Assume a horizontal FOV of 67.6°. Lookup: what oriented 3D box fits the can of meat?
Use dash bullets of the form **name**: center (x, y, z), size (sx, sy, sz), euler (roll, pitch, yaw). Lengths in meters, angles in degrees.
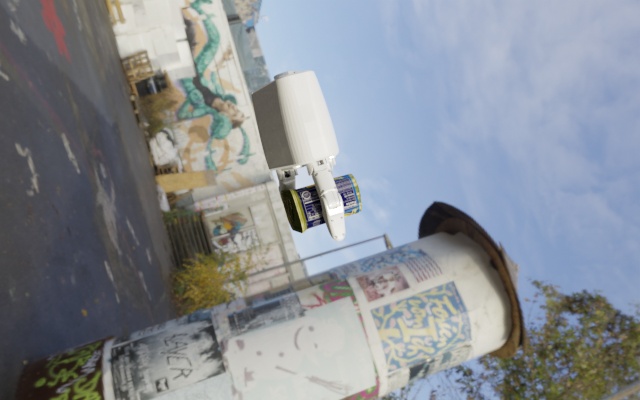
- **can of meat**: center (0.000, 0.002, 0.630), size (0.084, 0.057, 0.102), euler (-17, 3, -13)
